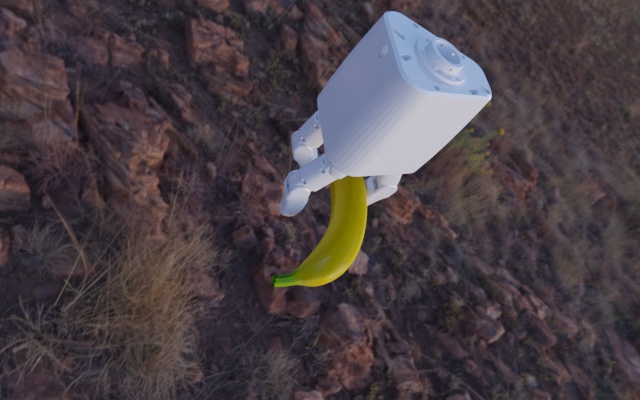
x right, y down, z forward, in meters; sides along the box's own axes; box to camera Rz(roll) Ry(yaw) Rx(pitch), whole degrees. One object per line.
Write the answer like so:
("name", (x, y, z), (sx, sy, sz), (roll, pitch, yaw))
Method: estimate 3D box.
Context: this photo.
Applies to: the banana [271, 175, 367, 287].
("banana", (0.015, 0.013, 0.485), (0.069, 0.197, 0.037), (29, -41, -9))
